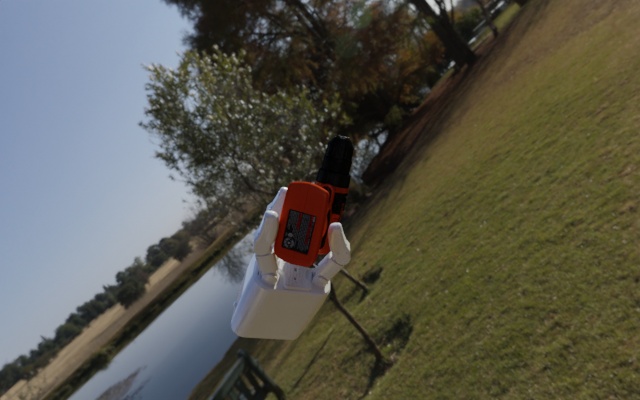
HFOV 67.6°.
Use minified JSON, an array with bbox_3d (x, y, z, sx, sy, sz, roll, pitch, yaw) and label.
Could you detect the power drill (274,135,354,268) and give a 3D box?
[{"bbox_3d":[0.000,0.002,0.657,0.057,0.184,0.187,14,11,12],"label":"power drill"}]
